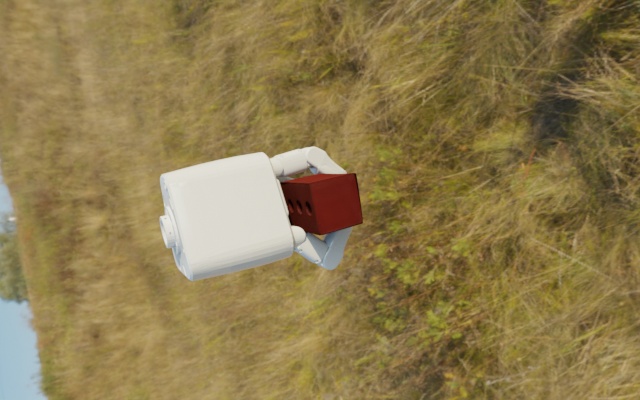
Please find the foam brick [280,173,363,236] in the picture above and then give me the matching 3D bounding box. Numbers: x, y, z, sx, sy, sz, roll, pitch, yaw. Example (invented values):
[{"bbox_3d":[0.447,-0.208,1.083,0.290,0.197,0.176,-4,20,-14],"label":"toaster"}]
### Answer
[{"bbox_3d":[0.000,0.002,0.491,0.051,0.053,0.078,-14,8,-25],"label":"foam brick"}]
